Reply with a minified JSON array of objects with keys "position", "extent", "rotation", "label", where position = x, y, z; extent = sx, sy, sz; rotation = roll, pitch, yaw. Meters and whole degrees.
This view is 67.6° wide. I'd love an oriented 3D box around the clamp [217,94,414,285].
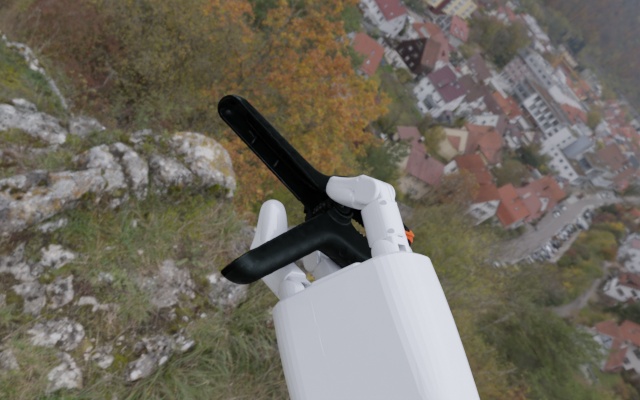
[{"position":[0.001,0.001,0.401],"extent":[0.210,0.164,0.036],"rotation":[16,-41,-42],"label":"clamp"}]
